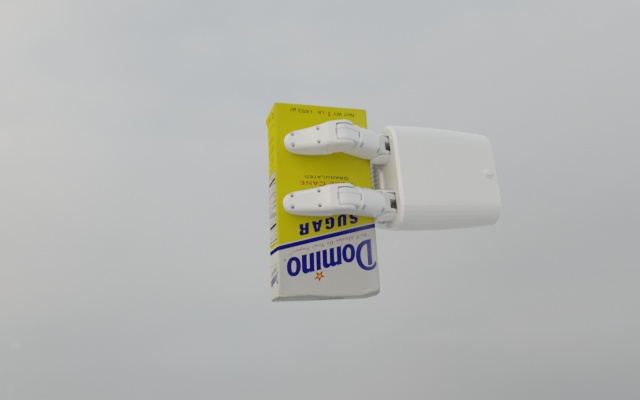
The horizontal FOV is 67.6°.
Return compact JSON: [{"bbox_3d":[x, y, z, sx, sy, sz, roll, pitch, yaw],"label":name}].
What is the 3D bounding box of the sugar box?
[{"bbox_3d":[0.000,0.001,0.438,0.093,0.176,0.048,1,-17,-16],"label":"sugar box"}]
